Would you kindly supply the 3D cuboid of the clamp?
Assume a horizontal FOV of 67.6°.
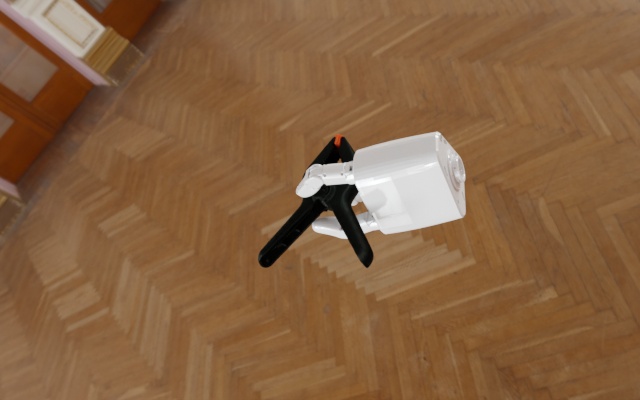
[{"bbox_3d":[0.000,0.001,0.644,0.164,0.209,0.036,-10,-38,26],"label":"clamp"}]
